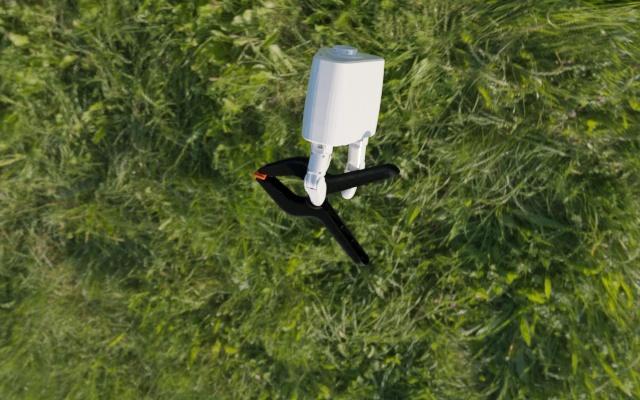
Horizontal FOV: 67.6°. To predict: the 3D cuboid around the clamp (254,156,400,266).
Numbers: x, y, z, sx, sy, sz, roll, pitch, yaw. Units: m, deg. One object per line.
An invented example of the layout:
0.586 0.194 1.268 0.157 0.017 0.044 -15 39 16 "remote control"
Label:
-0.001 0.002 0.697 0.210 0.165 0.036 15 25 16 "clamp"
